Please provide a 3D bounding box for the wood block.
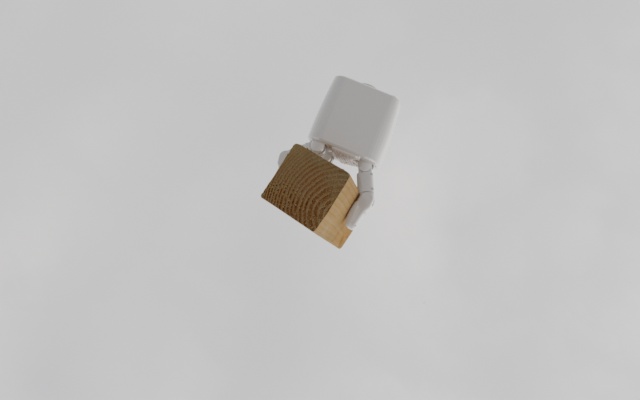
[{"bbox_3d":[0.001,0.002,0.714,0.091,0.090,0.206,32,-4,17],"label":"wood block"}]
